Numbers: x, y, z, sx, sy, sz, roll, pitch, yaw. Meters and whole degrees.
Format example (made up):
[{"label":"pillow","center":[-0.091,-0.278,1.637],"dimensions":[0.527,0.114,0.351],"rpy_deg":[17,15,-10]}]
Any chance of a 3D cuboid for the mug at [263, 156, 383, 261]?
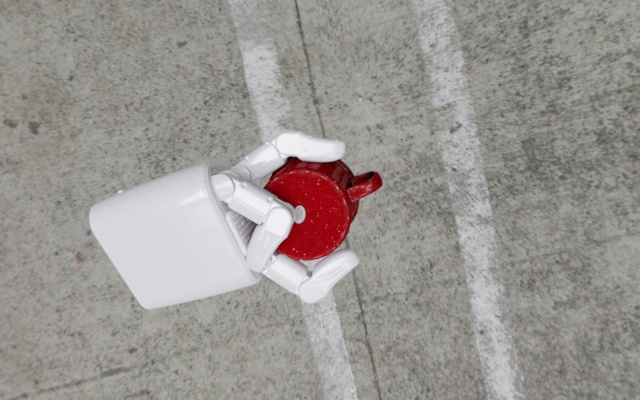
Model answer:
[{"label":"mug","center":[0.001,0.001,0.432],"dimensions":[0.117,0.093,0.081],"rpy_deg":[-17,10,9]}]
